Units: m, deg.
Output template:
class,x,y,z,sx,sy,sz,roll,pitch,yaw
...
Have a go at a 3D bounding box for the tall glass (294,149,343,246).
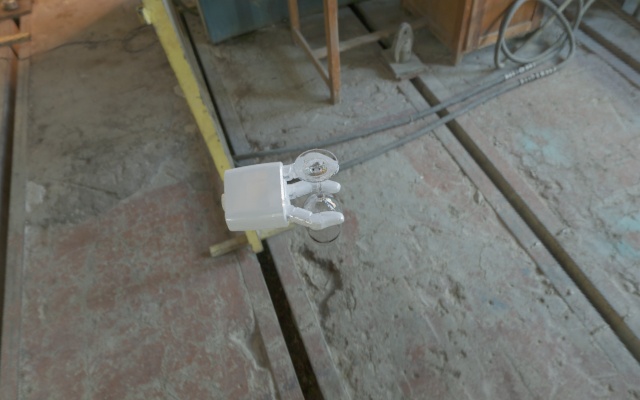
class,x,y,z,sx,sy,sz,roll,pitch,yaw
tall glass,0.000,0.002,0.864,0.079,0.079,0.201,0,-38,6
